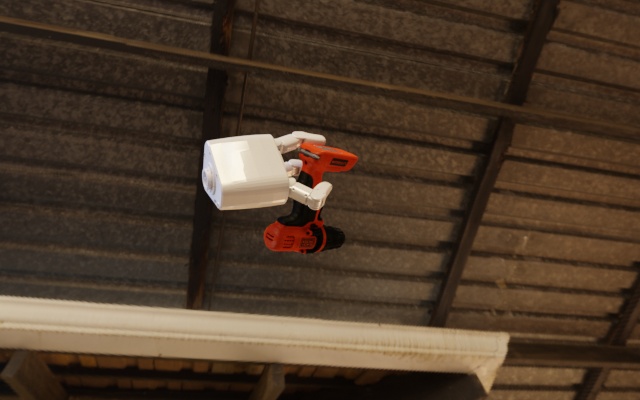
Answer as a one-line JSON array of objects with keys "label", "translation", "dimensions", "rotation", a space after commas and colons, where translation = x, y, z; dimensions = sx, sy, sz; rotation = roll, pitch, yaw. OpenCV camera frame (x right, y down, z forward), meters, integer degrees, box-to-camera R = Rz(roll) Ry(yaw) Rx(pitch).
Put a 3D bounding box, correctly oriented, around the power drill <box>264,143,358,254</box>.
[{"label": "power drill", "translation": [0.000, 0.002, 0.821], "dimensions": [0.057, 0.188, 0.184], "rotation": [25, 13, 38]}]
